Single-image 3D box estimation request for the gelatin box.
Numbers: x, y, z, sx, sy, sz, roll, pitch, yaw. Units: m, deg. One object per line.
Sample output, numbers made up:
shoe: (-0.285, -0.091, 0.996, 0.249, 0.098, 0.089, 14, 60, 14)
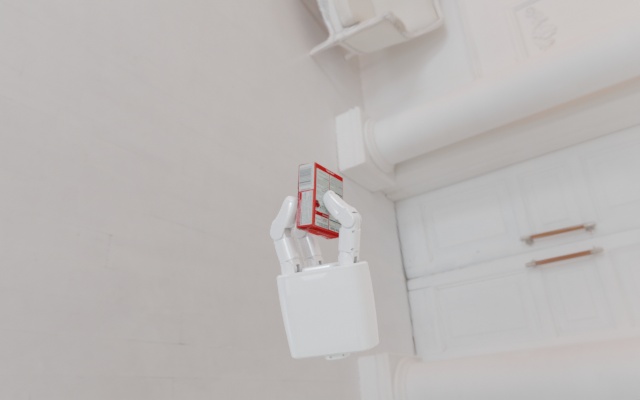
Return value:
gelatin box: (0.000, 0.002, 0.639, 0.030, 0.089, 0.073, -9, -19, 32)
